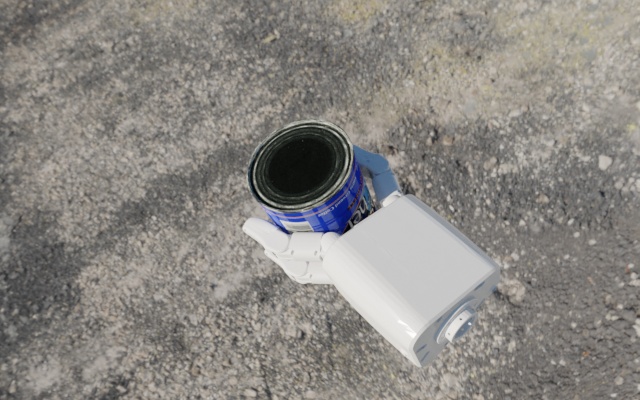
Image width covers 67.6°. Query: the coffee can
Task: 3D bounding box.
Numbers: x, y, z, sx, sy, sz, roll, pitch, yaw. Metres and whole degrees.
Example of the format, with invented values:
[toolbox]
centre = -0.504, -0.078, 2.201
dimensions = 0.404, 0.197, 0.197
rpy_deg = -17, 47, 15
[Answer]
[coffee can]
centre = 0.000, 0.002, 0.486
dimensions = 0.103, 0.102, 0.140
rpy_deg = 0, -30, 19
